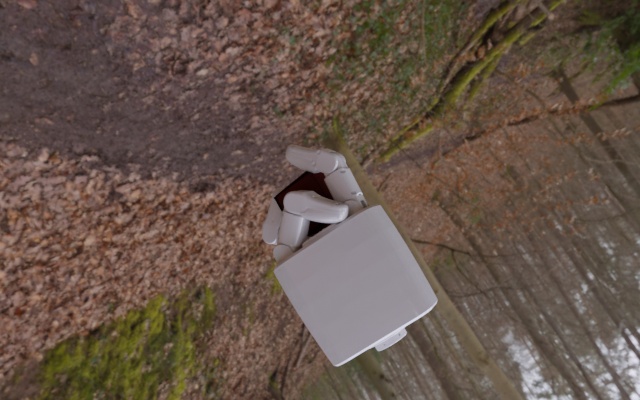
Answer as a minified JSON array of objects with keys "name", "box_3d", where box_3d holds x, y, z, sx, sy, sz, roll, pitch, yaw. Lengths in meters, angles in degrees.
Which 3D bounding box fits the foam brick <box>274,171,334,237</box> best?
[{"name":"foam brick","box_3d":[0.000,0.001,0.498,0.053,0.051,0.078,-37,-12,25]}]
